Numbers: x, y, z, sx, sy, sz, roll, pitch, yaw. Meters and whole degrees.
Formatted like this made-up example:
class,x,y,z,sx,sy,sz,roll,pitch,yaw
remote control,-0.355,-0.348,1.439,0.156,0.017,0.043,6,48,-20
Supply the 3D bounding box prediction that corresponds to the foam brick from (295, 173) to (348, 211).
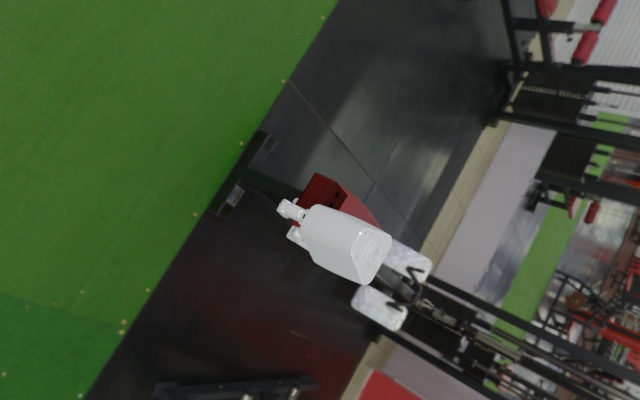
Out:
class,x,y,z,sx,sy,sz,roll,pitch,yaw
foam brick,0.000,0.002,0.820,0.051,0.078,0.053,22,-15,38
